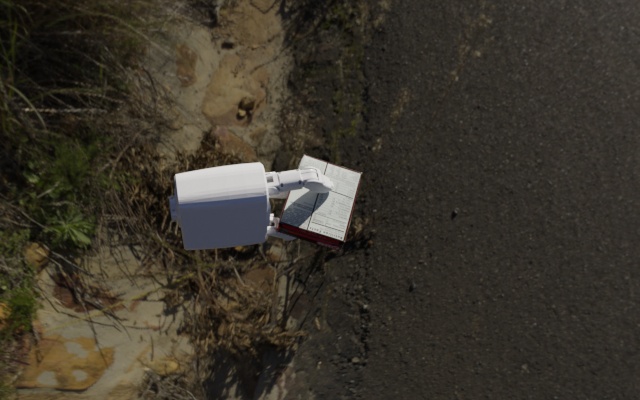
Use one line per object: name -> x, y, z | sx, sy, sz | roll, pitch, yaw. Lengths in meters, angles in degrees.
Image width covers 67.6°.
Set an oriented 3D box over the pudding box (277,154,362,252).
pudding box -> 0.000, 0.002, 0.644 | 0.090, 0.113, 0.039 | 18, -26, -2
